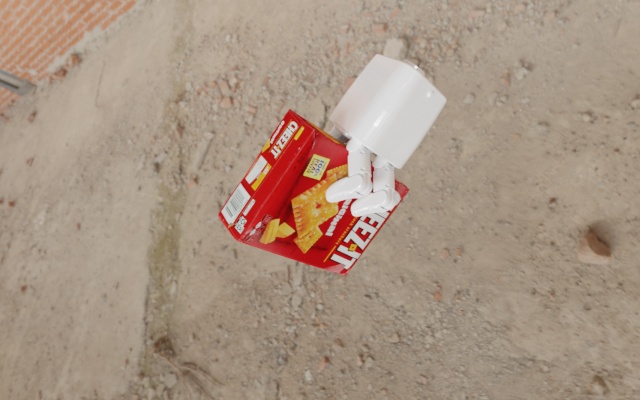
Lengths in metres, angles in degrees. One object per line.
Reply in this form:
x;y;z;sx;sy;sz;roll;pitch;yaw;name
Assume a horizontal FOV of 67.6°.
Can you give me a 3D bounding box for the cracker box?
0.000;0.002;0.635;0.214;0.164;0.072;26;14;-44;cracker box
